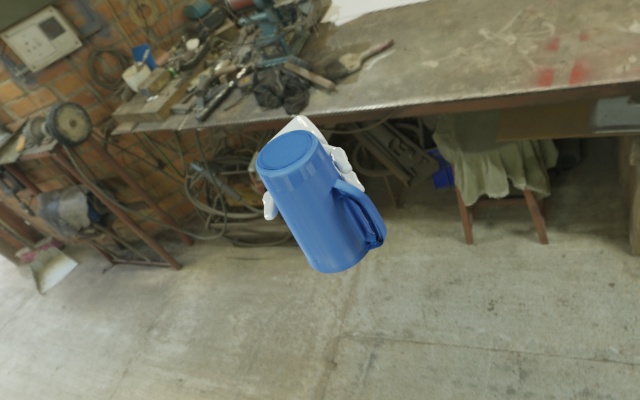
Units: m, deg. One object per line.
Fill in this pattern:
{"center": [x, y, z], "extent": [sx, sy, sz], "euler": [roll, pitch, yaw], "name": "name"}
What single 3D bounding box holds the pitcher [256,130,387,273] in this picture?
{"center": [0.000, 0.003, 0.806], "extent": [0.149, 0.243, 0.145], "euler": [-30, 39, -1], "name": "pitcher"}
